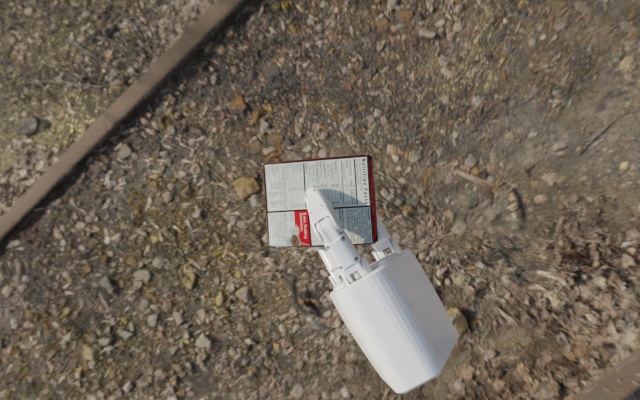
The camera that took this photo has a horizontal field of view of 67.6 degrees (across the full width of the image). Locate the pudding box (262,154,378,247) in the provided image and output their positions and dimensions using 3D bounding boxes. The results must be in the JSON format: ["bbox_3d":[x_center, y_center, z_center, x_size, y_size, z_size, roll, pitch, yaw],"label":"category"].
[{"bbox_3d":[0.000,0.002,0.486,0.113,0.090,0.039,-3,0,11],"label":"pudding box"}]
